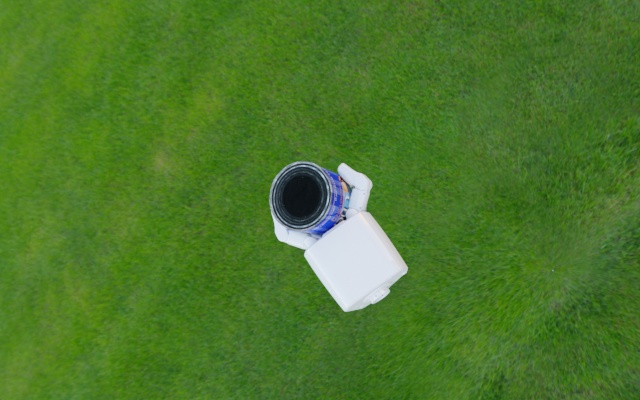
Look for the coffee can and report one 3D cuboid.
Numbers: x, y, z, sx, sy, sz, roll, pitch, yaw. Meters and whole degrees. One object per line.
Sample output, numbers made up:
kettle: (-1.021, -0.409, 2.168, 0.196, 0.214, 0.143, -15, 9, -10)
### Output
coffee can: (0.000, 0.002, 0.746, 0.103, 0.103, 0.140, 0, -7, 26)
